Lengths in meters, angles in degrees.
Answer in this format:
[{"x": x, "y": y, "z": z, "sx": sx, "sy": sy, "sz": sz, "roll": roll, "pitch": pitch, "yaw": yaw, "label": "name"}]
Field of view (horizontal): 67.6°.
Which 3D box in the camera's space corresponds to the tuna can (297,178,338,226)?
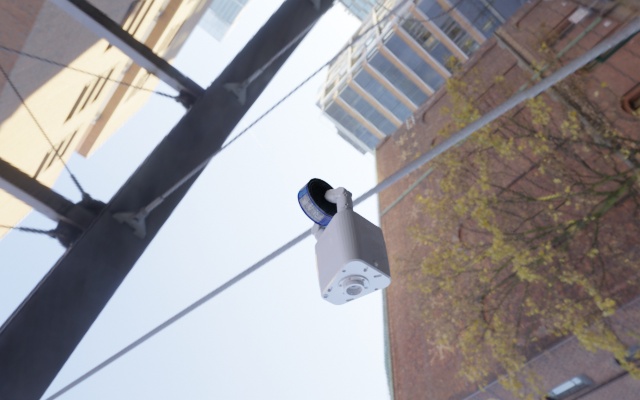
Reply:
[{"x": 0.000, "y": 0.003, "z": 0.857, "sx": 0.034, "sy": 0.086, "sz": 0.086, "roll": -41, "pitch": -24, "yaw": 31, "label": "tuna can"}]
